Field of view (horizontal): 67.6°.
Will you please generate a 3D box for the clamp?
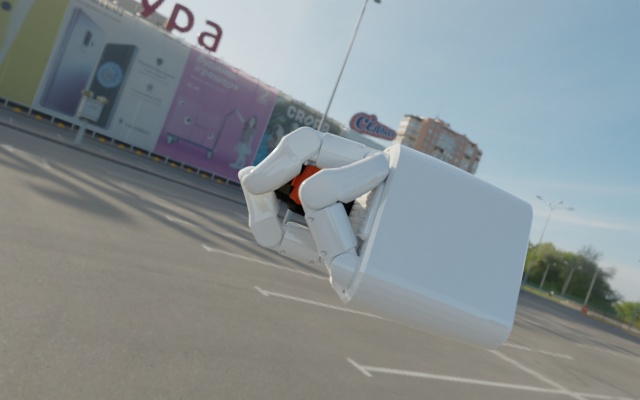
[{"bbox_3d":[0.000,0.001,0.409,0.120,0.039,0.171,22,-1,-6],"label":"clamp"}]
